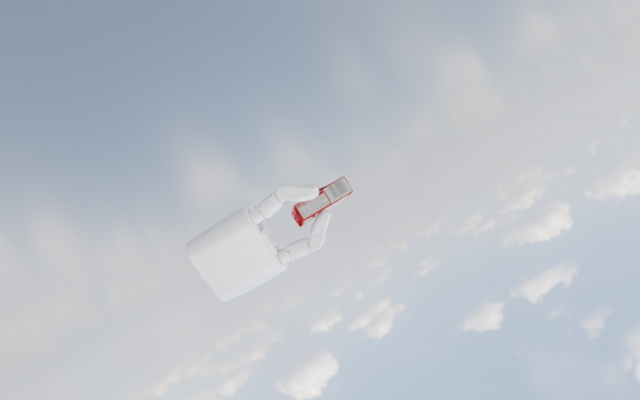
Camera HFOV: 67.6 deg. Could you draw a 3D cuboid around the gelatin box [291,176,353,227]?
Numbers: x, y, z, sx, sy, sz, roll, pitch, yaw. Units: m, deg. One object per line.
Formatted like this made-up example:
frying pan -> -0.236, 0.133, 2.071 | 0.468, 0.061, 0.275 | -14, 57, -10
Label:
gelatin box -> 0.001, 0.003, 0.717 | 0.089, 0.030, 0.073 | -31, -5, -9
